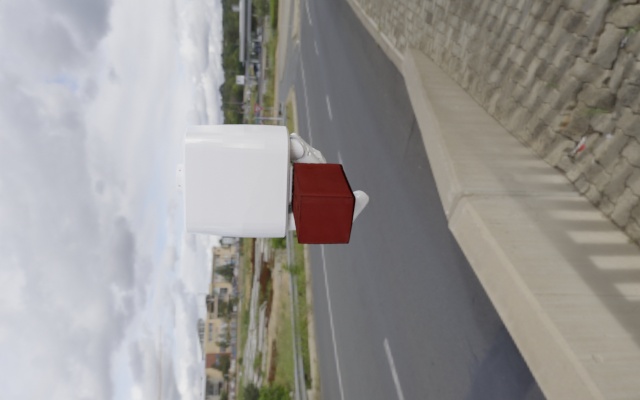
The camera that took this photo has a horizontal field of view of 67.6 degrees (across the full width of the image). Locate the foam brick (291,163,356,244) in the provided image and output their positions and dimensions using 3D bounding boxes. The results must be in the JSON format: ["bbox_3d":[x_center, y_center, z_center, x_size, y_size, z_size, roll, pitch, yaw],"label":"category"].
[{"bbox_3d":[0.000,0.002,0.472,0.051,0.053,0.078,1,28,-9],"label":"foam brick"}]
